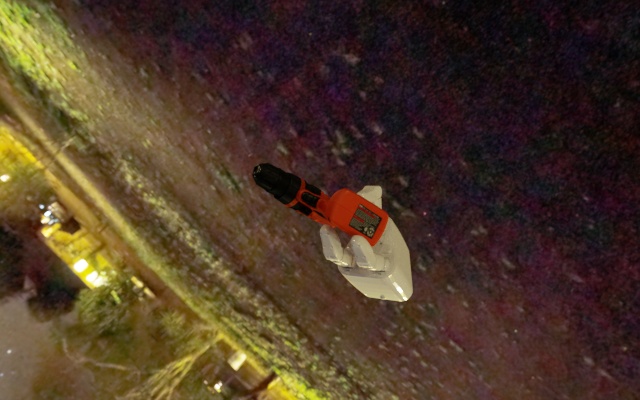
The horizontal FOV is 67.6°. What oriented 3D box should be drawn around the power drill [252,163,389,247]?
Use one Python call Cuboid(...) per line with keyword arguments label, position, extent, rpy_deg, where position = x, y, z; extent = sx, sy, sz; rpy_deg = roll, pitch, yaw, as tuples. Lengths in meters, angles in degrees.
Cuboid(label="power drill", position=(0.001, 0.003, 0.734), extent=(0.184, 0.057, 0.187), rpy_deg=(29, -4, -32))
